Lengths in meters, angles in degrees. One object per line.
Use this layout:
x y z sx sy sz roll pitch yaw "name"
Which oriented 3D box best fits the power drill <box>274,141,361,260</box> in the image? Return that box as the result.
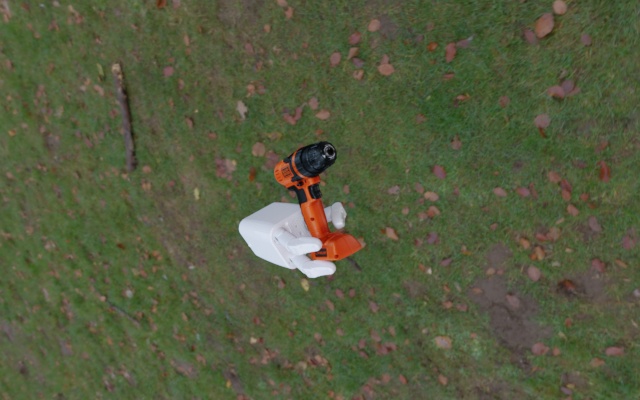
0.000 0.003 0.779 0.057 0.187 0.184 -22 3 -25 "power drill"
